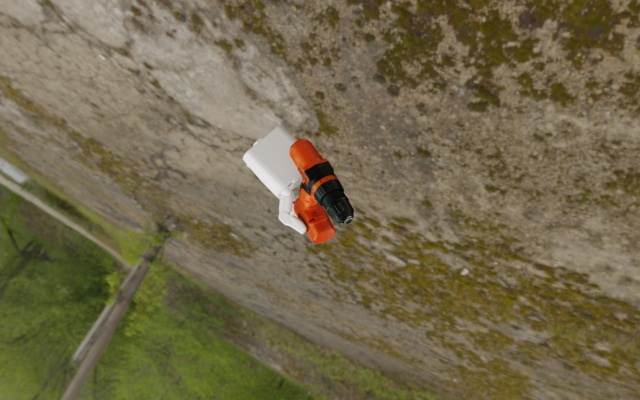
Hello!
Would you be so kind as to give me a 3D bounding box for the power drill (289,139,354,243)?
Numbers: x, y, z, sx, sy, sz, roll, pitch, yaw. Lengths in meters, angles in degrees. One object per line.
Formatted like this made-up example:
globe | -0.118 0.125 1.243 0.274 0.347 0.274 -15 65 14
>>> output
power drill | 0.000 0.003 0.885 0.057 0.184 0.188 -21 -29 -17
